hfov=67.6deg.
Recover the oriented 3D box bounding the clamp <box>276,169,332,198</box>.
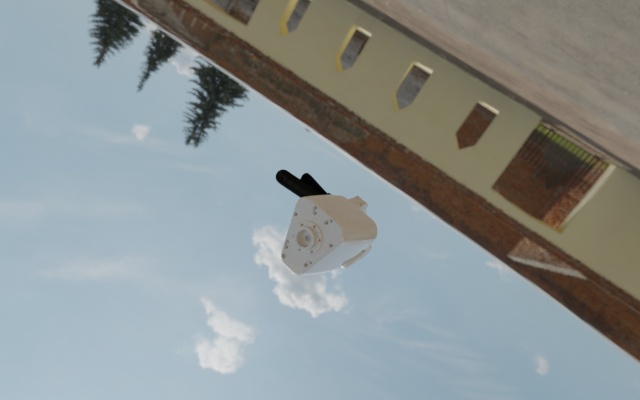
[{"bbox_3d":[0.000,0.003,0.803,0.171,0.039,0.120,40,19,25],"label":"clamp"}]
